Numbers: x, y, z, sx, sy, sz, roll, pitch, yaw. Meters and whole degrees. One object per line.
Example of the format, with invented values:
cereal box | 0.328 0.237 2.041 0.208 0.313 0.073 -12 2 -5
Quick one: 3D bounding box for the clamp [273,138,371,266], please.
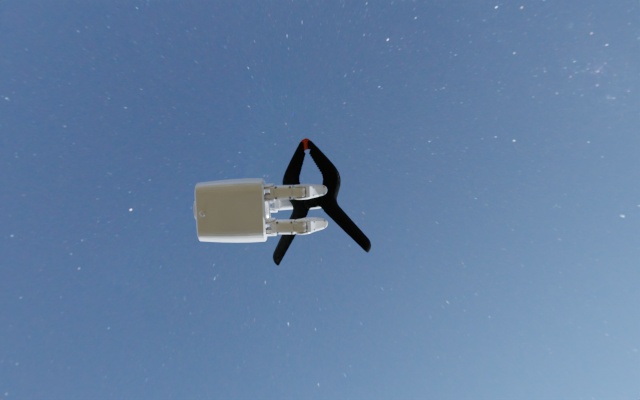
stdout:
clamp | 0.000 0.002 0.787 0.164 0.210 0.036 -2 8 -1
